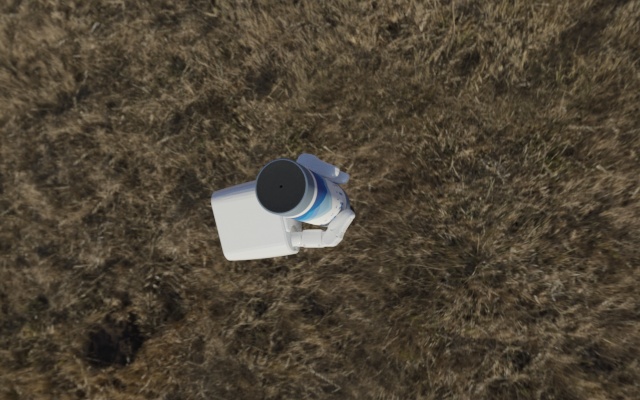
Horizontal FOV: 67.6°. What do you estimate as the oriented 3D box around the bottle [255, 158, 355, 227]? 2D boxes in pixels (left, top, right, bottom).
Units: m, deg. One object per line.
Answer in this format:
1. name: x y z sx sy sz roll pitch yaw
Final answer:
1. bottle: 0.000 0.002 0.687 0.069 0.069 0.296 0 -7 18
